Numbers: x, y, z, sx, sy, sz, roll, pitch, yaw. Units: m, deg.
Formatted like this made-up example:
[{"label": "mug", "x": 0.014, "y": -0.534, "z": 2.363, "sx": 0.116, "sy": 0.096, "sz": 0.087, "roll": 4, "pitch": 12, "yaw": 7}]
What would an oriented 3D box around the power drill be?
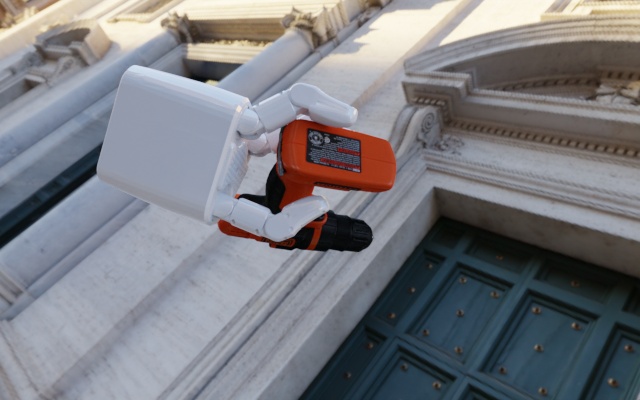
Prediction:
[{"label": "power drill", "x": 0.000, "y": 0.001, "z": 0.487, "sx": 0.184, "sy": 0.057, "sz": 0.188, "roll": 9, "pitch": -30, "yaw": -20}]
